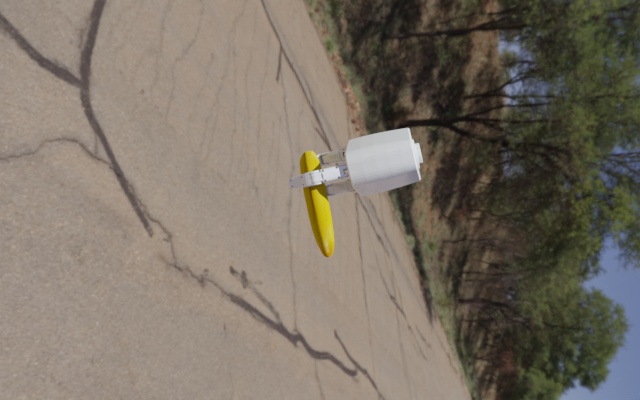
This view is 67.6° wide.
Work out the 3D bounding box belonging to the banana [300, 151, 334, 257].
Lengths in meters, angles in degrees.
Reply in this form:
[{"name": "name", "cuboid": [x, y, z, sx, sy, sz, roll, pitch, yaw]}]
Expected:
[{"name": "banana", "cuboid": [-0.005, -0.006, 0.800, 0.037, 0.197, 0.070, -14, -19, 10]}]
